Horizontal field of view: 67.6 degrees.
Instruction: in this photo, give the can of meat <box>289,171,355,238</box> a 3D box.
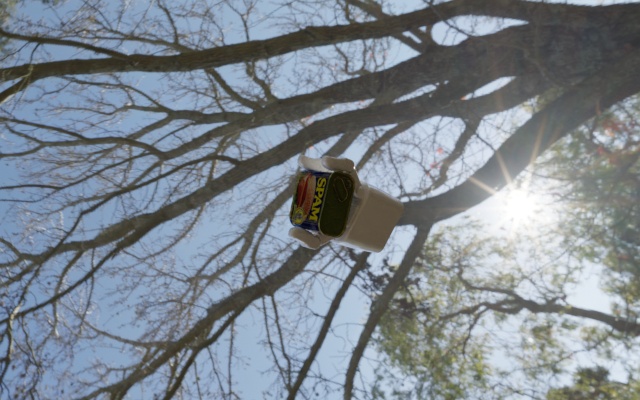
[{"bbox_3d":[0.000,0.003,0.767,0.057,0.102,0.084,17,-6,-41],"label":"can of meat"}]
